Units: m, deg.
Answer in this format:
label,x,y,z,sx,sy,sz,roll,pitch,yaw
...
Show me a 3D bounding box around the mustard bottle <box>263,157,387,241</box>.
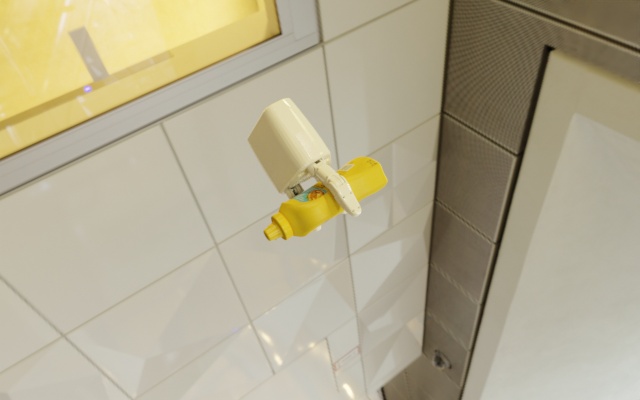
label,x,y,z,sx,sy,sz,roll,pitch,yaw
mustard bottle,0.000,0.002,0.706,0.191,0.058,0.096,-31,16,-19
